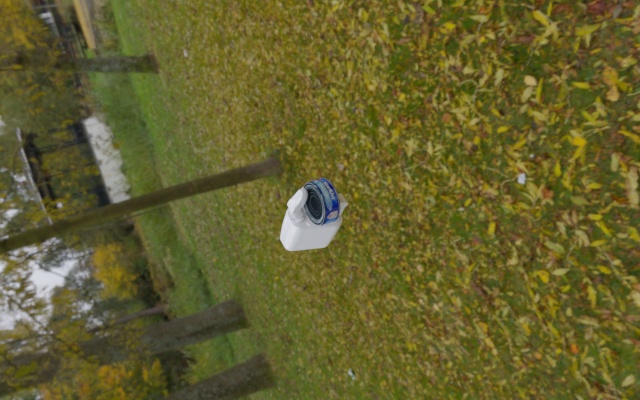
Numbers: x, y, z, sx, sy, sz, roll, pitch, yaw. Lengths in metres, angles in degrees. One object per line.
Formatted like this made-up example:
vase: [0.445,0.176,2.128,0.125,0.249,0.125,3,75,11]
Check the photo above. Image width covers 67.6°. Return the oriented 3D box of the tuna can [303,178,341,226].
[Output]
tuna can: [0.000,0.003,0.891,0.034,0.086,0.086,-16,8,-28]
